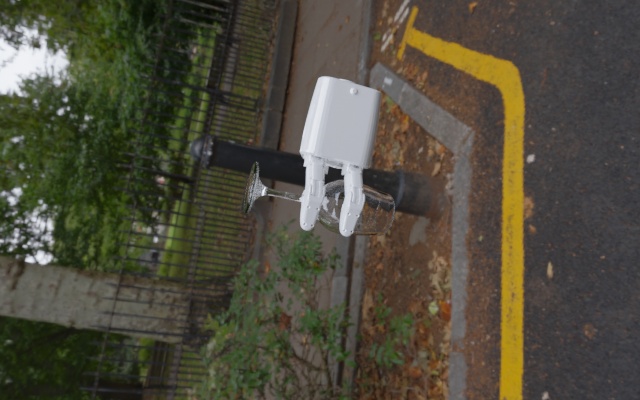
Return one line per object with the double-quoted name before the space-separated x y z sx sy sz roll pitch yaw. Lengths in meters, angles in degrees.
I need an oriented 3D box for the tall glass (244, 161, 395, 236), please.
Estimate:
"tall glass" -0.001 0.002 0.665 0.201 0.079 0.079 12 -4 -17
